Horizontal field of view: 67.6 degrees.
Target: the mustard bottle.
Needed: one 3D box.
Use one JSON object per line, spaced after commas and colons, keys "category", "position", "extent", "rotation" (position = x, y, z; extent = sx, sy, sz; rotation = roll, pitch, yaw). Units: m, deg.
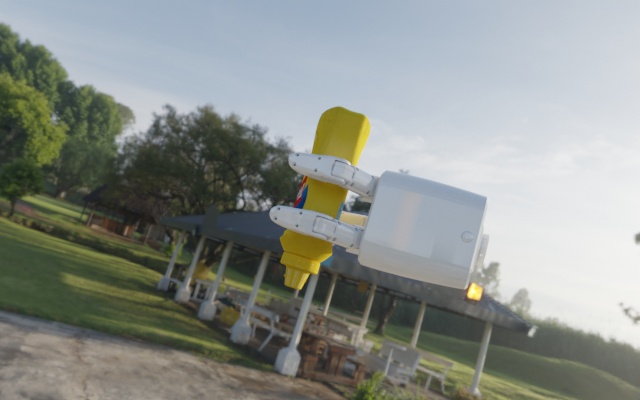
{"category": "mustard bottle", "position": [0.000, 0.001, 0.516], "extent": [0.058, 0.191, 0.096], "rotation": [18, -10, -6]}
